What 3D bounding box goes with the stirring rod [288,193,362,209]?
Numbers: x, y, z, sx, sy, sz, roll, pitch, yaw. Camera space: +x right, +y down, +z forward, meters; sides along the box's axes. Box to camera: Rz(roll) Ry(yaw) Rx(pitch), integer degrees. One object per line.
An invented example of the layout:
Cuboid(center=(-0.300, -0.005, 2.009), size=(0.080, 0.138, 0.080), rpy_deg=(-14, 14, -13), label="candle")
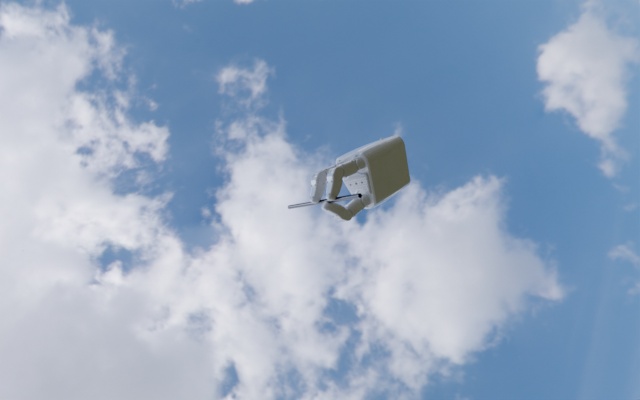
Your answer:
Cuboid(center=(0.000, 0.003, 0.868), size=(0.011, 0.011, 0.239), rpy_deg=(0, -5, -32), label="stirring rod")
